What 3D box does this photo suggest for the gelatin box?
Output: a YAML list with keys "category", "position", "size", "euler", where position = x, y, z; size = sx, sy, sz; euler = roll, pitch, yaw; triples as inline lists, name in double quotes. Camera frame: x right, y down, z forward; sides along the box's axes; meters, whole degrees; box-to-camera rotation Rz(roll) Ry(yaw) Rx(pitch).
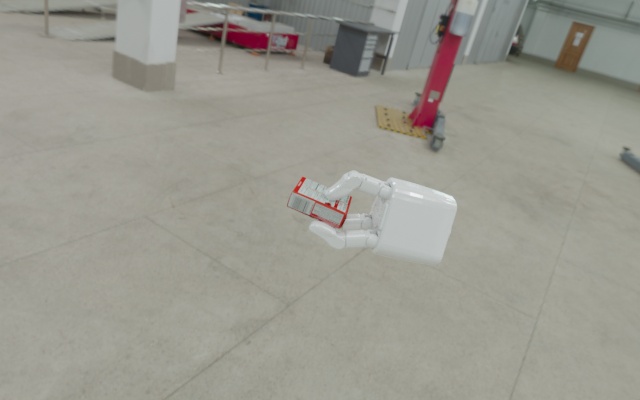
- category: "gelatin box"
  position: [0.000, 0.002, 0.730]
  size: [0.089, 0.030, 0.073]
  euler: [23, 23, 1]
